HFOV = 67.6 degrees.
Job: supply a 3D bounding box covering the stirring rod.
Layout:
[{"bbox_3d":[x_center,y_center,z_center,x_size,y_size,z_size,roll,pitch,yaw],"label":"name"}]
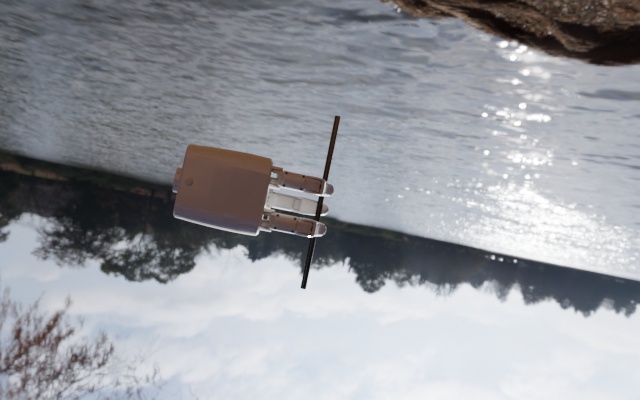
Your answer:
[{"bbox_3d":[0.000,0.002,0.653,0.011,0.239,0.011,11,-1,0],"label":"stirring rod"}]
